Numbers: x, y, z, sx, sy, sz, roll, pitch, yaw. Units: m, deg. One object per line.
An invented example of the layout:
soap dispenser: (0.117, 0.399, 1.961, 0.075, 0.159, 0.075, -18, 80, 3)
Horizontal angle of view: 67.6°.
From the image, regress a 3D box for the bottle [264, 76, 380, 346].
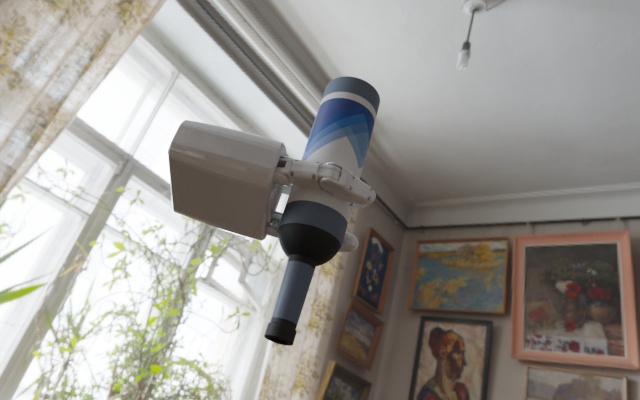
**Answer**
bottle: (0.000, 0.001, 0.497, 0.069, 0.295, 0.069, 13, -28, 7)
